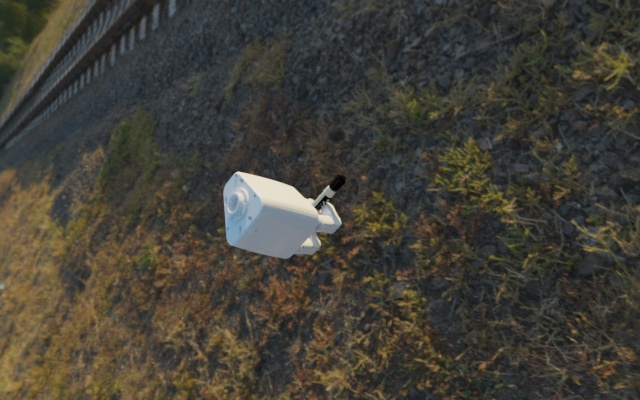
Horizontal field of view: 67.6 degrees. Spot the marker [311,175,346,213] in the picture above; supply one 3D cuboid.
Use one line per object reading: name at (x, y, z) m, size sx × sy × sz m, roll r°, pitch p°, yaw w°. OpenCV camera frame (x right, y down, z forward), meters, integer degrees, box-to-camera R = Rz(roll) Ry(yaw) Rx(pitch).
marker at (0.000, 0.003, 0.785) m, size 0.121 × 0.020 × 0.020 m, roll -48°, pitch -25°, yaw 25°
